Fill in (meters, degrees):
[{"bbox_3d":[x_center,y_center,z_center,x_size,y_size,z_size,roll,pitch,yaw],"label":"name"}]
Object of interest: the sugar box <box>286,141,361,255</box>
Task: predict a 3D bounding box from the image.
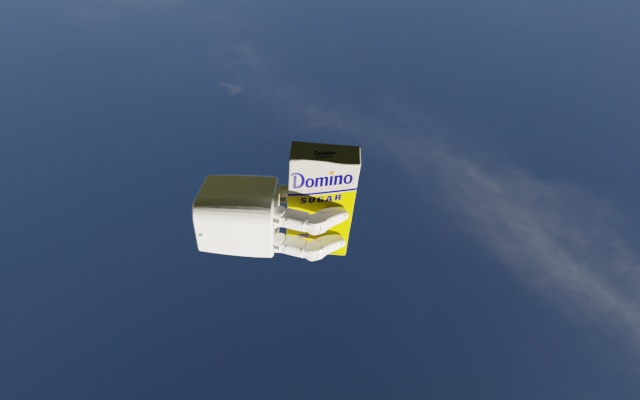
[{"bbox_3d":[0.000,0.003,0.667,0.093,0.048,0.176,4,-45,-1],"label":"sugar box"}]
